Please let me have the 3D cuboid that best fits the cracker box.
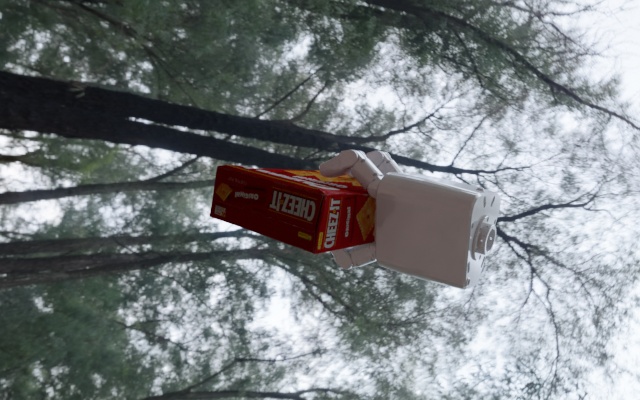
[{"bbox_3d":[0.000,0.002,0.595,0.164,0.072,0.213,15,10,36],"label":"cracker box"}]
